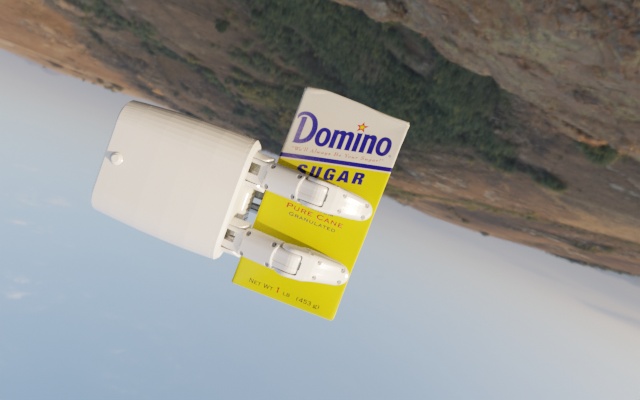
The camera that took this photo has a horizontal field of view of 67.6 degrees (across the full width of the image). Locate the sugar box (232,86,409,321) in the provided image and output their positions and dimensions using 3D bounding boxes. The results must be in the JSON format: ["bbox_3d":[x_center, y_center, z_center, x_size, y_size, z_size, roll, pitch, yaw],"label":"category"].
[{"bbox_3d":[0.000,0.001,0.407,0.093,0.176,0.048,20,4,0],"label":"sugar box"}]
